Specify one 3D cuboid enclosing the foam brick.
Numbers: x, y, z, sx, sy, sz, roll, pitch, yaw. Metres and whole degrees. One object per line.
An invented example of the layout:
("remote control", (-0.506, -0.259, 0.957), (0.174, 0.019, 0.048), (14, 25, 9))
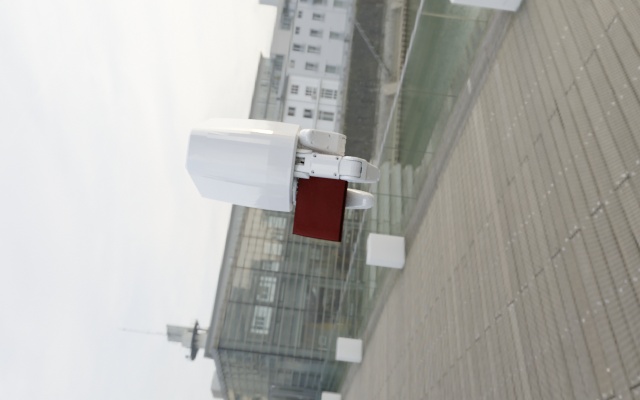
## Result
("foam brick", (0.000, 0.002, 0.509), (0.051, 0.078, 0.053), (7, -2, -1))
